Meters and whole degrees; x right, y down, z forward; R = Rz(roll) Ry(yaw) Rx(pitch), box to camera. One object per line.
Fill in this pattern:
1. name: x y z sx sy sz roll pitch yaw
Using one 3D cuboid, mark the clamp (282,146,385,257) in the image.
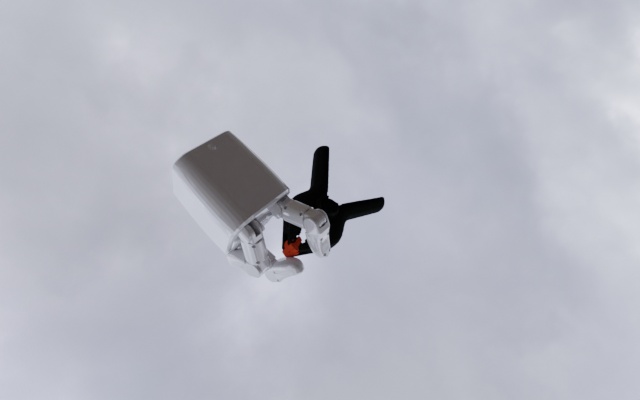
1. clamp: 0.000 0.002 0.612 0.171 0.120 0.039 -38 -10 -41
